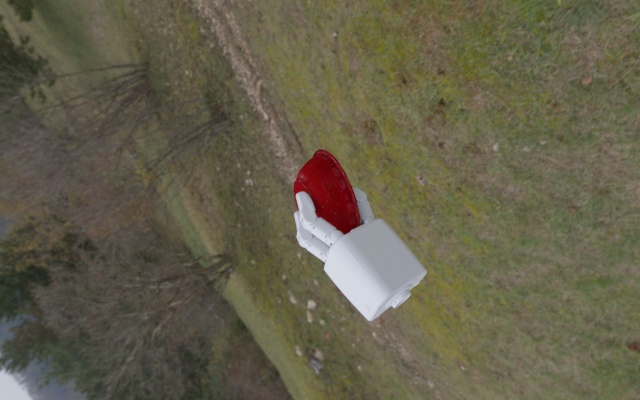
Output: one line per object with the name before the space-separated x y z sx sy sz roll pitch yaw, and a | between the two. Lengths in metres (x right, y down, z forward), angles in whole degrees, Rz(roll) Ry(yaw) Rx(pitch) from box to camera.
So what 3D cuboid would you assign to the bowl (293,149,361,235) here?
bowl | -0.001 0.002 0.765 0.055 0.162 0.162 -20 7 -19
